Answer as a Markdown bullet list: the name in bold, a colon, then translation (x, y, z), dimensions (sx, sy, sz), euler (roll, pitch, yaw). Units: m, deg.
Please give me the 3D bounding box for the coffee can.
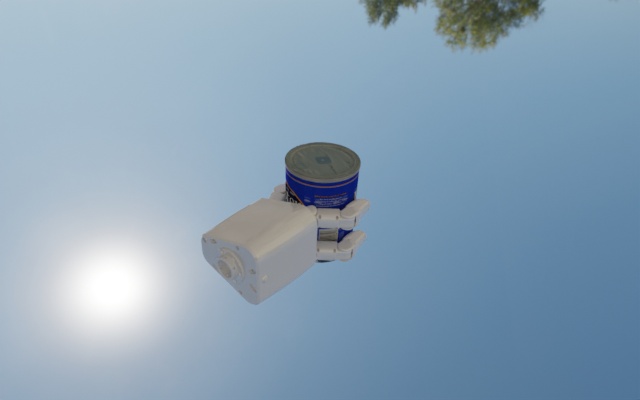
- **coffee can**: translation (0.000, 0.002, 0.680), dimensions (0.103, 0.140, 0.102), euler (2, 34, -1)
